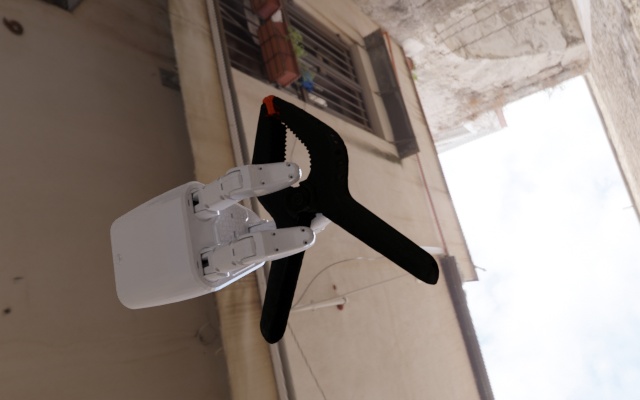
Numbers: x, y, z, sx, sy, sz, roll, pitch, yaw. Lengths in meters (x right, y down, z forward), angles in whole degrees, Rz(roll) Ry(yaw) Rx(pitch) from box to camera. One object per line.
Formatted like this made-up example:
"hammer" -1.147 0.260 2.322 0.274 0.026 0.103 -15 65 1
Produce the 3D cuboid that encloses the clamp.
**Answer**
"clamp" 0.000 0.001 0.401 0.164 0.210 0.036 -19 -15 26
